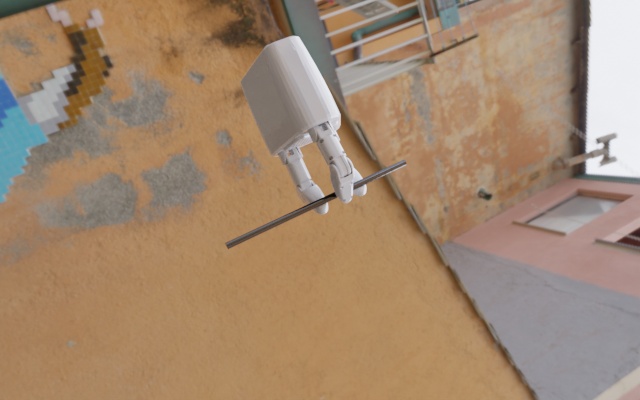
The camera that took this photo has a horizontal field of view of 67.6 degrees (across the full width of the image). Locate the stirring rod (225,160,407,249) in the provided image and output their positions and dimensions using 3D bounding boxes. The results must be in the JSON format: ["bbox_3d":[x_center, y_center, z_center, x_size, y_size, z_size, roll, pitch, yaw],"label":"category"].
[{"bbox_3d":[0.000,0.002,0.565,0.239,0.011,0.011,-25,7,-15],"label":"stirring rod"}]
